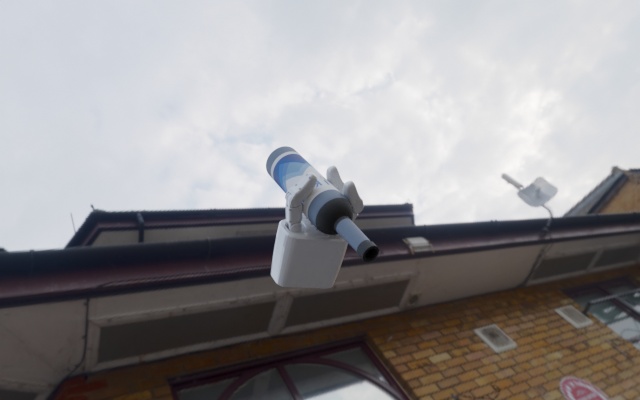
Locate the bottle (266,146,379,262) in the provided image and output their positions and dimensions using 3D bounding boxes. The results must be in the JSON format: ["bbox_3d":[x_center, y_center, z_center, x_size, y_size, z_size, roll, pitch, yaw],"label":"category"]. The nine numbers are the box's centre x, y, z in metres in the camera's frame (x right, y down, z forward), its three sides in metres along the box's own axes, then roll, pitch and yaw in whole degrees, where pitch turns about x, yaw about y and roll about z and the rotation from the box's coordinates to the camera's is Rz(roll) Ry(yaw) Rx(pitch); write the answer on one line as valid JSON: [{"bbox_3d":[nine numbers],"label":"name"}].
[{"bbox_3d":[0.000,0.002,0.770,0.069,0.069,0.295,0,29,-33],"label":"bottle"}]
